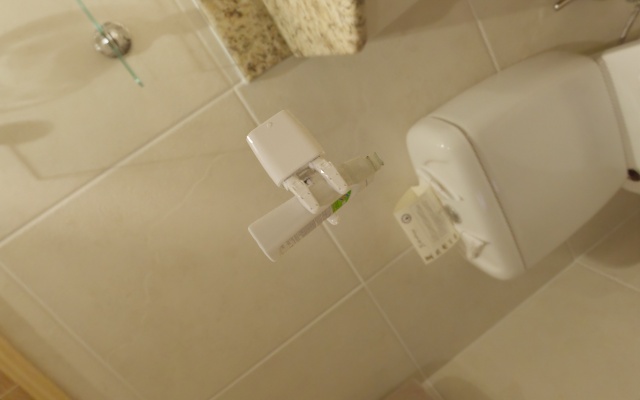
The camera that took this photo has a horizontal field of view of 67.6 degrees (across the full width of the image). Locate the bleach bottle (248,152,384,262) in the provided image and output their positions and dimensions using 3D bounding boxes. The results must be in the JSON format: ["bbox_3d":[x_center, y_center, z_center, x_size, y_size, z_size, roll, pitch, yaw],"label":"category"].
[{"bbox_3d":[0.000,0.003,0.814,0.251,0.068,0.102,-36,-12,-7],"label":"bleach bottle"}]
